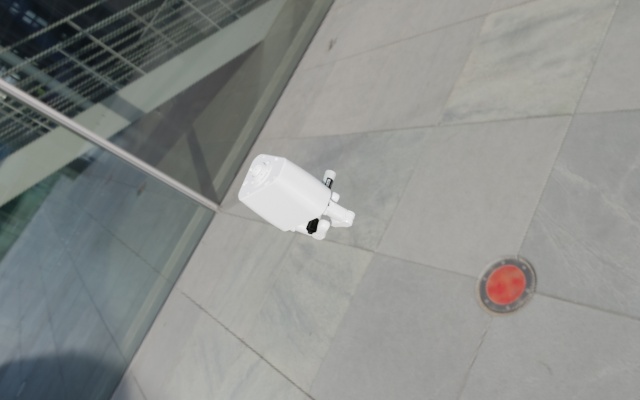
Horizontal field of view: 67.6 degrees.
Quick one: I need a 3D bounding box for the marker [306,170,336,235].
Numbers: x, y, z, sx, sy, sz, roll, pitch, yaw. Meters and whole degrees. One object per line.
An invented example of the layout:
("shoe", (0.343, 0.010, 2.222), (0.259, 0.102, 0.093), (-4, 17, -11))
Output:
("marker", (0.000, 0.003, 0.815), (0.020, 0.121, 0.020), (16, -24, 7))
